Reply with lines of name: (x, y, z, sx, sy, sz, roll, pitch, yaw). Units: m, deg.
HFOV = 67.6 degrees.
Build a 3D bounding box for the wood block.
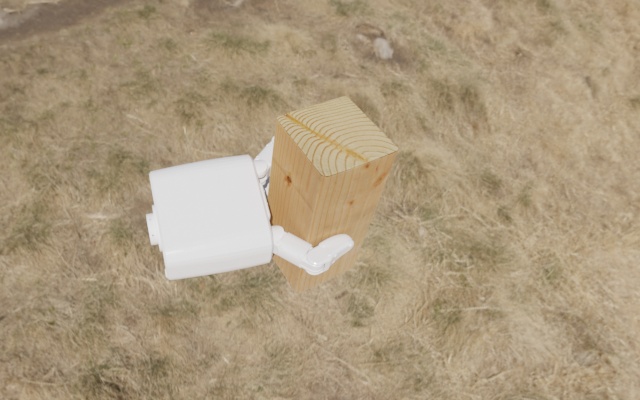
wood block: (0.000, 0.002, 0.533, 0.090, 0.090, 0.206, -22, -32, -27)
